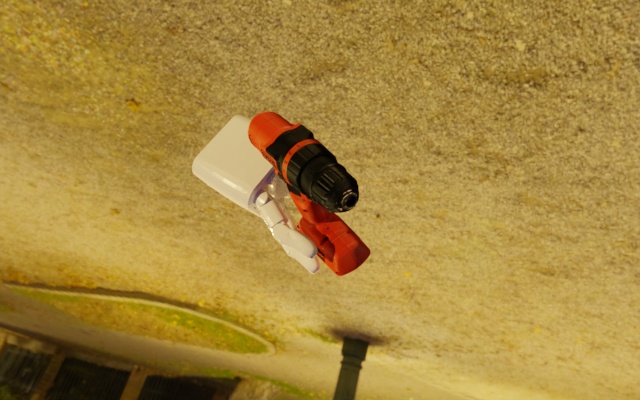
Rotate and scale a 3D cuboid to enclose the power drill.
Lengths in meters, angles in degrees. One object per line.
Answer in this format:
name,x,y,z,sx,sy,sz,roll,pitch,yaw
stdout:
power drill,0.000,0.002,0.538,0.057,0.188,0.184,-33,44,-11
